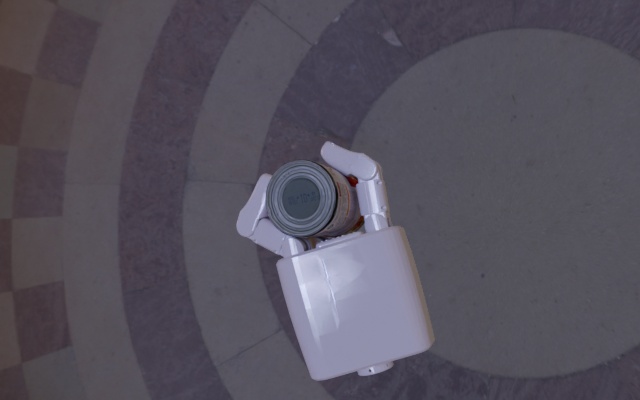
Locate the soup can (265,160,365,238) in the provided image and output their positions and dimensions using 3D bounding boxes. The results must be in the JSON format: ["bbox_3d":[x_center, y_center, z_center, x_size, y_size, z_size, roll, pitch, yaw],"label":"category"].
[{"bbox_3d":[0.000,0.001,0.444,0.068,0.068,0.102,0,-3,21],"label":"soup can"}]
